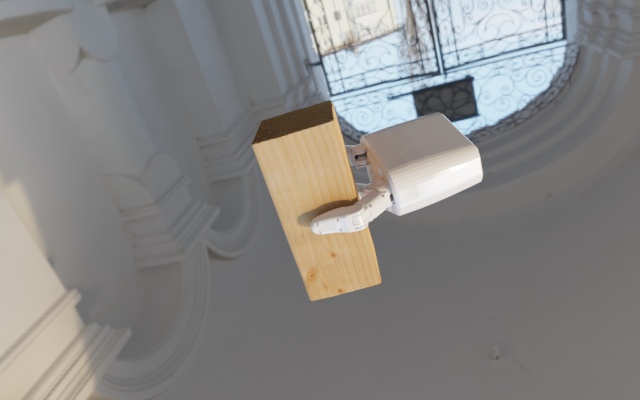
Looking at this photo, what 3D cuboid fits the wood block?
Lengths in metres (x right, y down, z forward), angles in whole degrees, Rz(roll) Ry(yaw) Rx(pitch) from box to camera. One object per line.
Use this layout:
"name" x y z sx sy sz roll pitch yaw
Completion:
"wood block" 0.001 0.002 0.561 0.090 0.206 0.090 -15 24 7
